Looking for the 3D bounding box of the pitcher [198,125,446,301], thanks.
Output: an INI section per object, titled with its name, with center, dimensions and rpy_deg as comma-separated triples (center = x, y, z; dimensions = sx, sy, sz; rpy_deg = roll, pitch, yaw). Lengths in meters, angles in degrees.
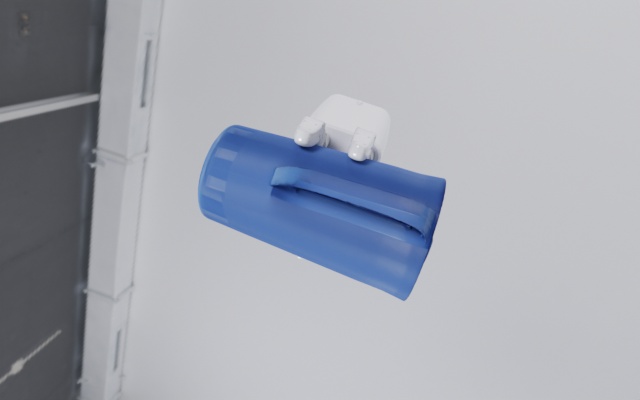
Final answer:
[pitcher]
center = 0.000, 0.002, 0.499
dimensions = 0.243, 0.149, 0.145
rpy_deg = 18, 36, 6
